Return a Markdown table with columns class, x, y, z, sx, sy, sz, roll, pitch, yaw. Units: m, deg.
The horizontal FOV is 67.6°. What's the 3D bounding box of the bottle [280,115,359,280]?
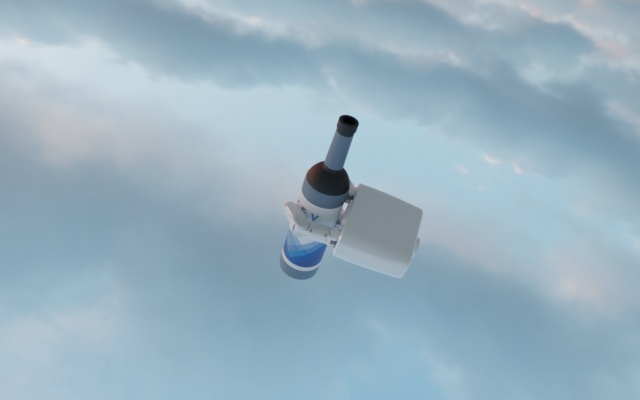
| class | x | y | z | sx | sy | sz | roll | pitch | yaw |
| --- | --- | --- | --- | --- | --- | --- | --- | --- | --- |
| bottle | 0.000 | 0.002 | 0.711 | 0.069 | 0.296 | 0.069 | 11 | 41 | -10 |
